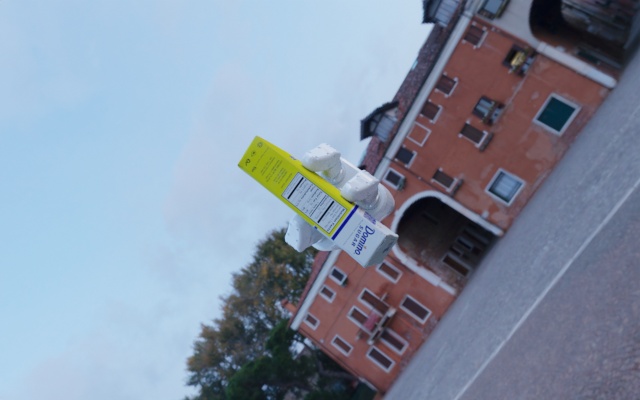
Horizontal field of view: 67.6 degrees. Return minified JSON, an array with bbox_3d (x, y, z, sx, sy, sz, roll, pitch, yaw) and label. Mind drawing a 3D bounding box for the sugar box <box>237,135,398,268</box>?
[{"bbox_3d":[0.000,0.001,0.520,0.176,0.048,0.093,35,5,16],"label":"sugar box"}]
